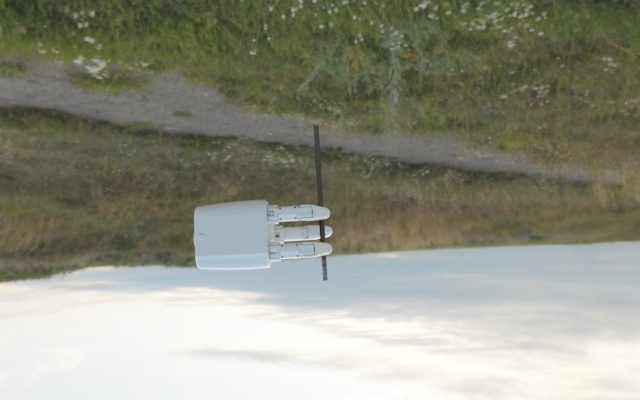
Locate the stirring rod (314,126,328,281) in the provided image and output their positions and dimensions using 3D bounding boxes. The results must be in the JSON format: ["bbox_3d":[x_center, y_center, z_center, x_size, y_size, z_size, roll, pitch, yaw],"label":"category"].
[{"bbox_3d":[0.000,0.002,0.740,0.011,0.239,0.011,-3,-6,0],"label":"stirring rod"}]
